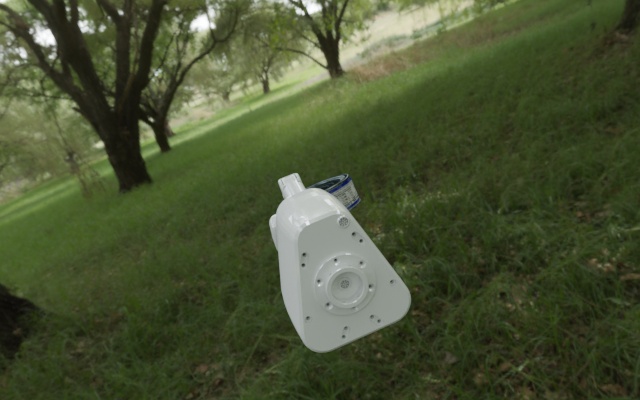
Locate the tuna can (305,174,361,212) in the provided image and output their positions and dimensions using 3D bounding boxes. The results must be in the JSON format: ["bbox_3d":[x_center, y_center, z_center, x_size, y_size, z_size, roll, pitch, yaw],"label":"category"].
[{"bbox_3d":[0.000,0.001,0.540,0.086,0.034,0.086,-23,10,4],"label":"tuna can"}]
